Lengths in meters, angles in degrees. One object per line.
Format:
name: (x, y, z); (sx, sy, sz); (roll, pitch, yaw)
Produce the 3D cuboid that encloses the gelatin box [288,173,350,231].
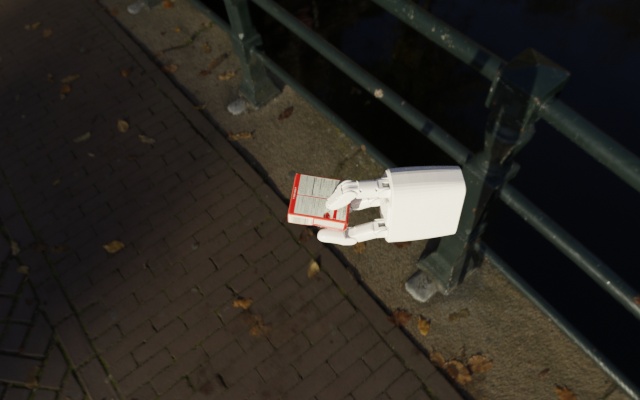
gelatin box: (0.000, 0.002, 0.717); (0.089, 0.073, 0.030); (9, -30, 0)
